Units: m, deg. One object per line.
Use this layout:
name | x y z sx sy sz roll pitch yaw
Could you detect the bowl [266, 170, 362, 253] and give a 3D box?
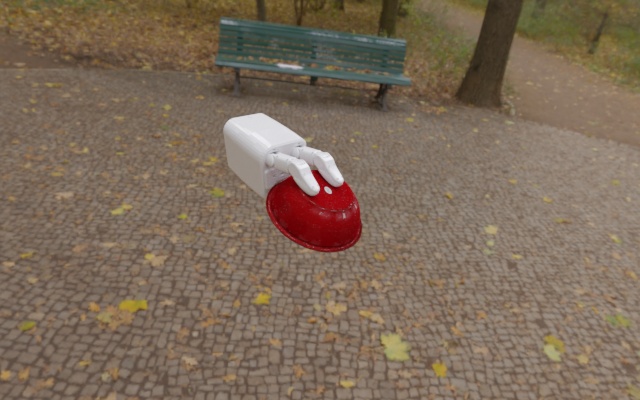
bowl | 0.001 0.003 0.740 0.162 0.055 0.162 16 39 -13
